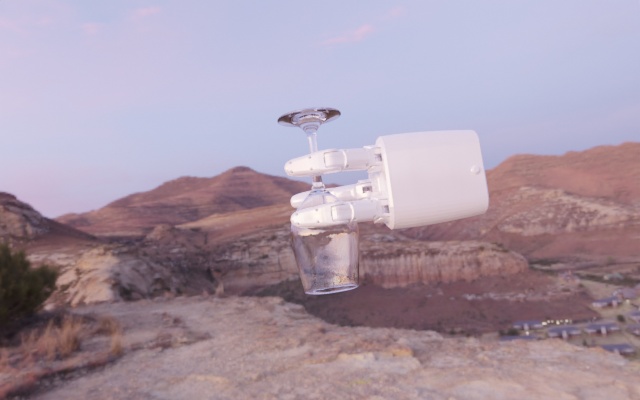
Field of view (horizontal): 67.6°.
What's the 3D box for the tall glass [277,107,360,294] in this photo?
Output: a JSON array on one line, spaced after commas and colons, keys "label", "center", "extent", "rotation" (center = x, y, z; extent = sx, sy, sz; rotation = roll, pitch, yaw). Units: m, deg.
[{"label": "tall glass", "center": [0.000, 0.001, 0.543], "extent": [0.079, 0.201, 0.079], "rotation": [-7, -4, -1]}]
